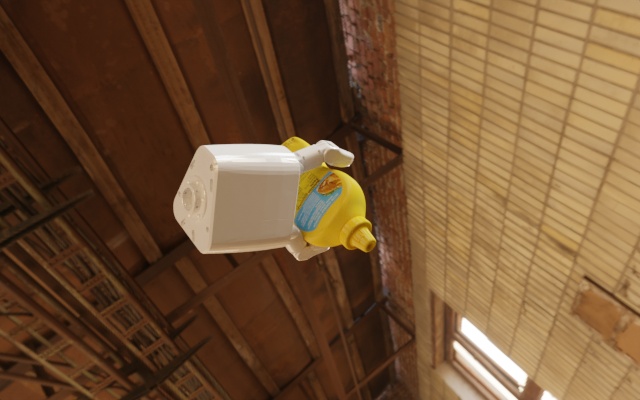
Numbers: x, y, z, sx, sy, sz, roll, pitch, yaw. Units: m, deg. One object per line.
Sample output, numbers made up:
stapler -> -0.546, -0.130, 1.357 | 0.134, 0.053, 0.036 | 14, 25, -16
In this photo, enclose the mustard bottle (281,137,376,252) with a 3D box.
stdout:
mustard bottle -> 0.000, 0.002, 0.601 | 0.191, 0.096, 0.058 | 41, 7, 38
